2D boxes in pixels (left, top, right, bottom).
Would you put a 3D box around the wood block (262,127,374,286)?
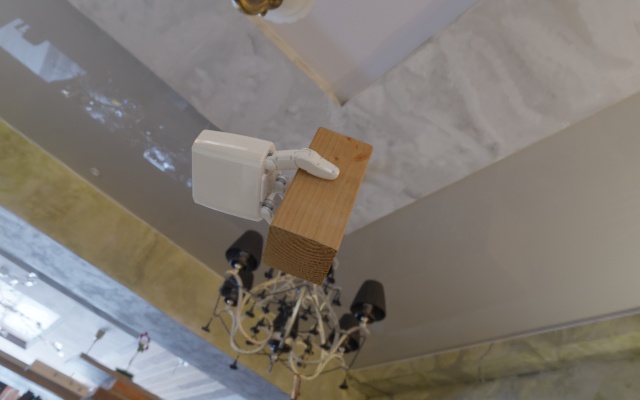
[{"bbox_3d":[0.000,0.002,0.676,0.090,0.206,0.091,21,-41,2],"label":"wood block"}]
